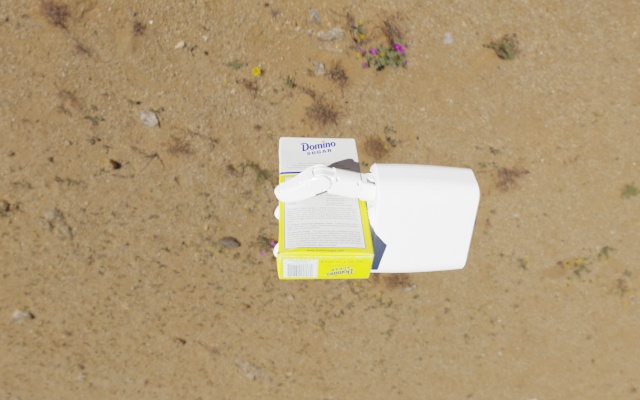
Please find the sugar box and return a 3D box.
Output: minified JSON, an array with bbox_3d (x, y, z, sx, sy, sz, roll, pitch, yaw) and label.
[{"bbox_3d":[0.000,0.002,0.520,0.093,0.048,0.176,1,44,-4],"label":"sugar box"}]
